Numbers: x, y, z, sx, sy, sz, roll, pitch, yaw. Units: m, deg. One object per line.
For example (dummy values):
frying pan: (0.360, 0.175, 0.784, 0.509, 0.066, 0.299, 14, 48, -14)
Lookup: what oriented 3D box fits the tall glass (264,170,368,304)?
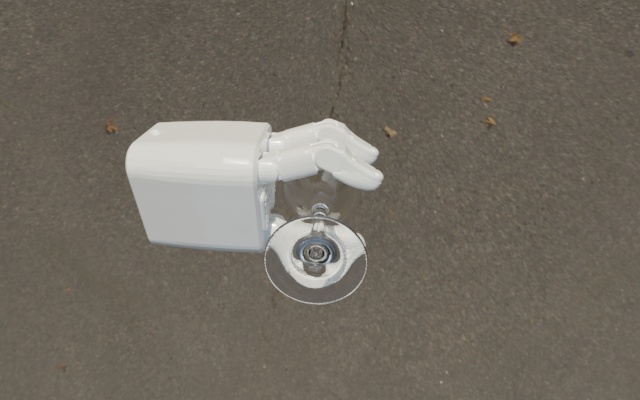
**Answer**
tall glass: (0.000, 0.002, 0.428, 0.079, 0.079, 0.201, 0, 25, 3)
